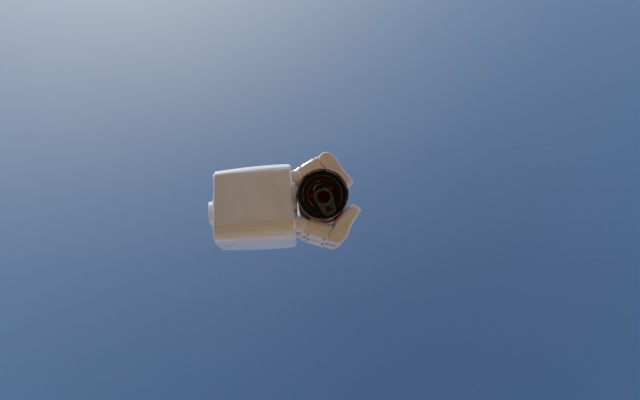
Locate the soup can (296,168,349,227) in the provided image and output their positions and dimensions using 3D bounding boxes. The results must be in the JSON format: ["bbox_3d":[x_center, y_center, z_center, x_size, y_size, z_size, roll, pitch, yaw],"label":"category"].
[{"bbox_3d":[0.001,0.002,0.664,0.068,0.068,0.102,0,-12,-3],"label":"soup can"}]
